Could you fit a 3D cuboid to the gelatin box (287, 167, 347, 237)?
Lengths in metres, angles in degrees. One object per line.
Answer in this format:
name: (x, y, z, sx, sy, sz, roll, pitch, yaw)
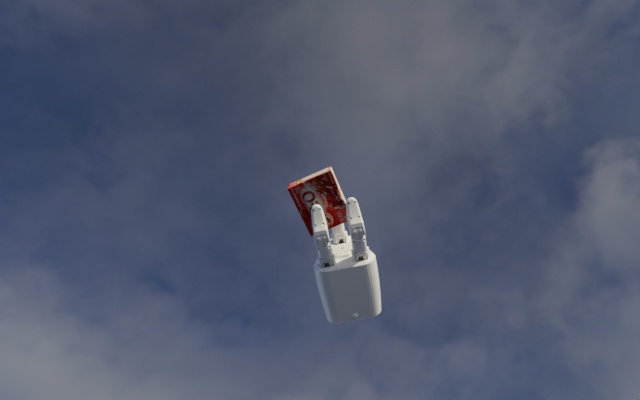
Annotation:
gelatin box: (0.000, 0.002, 0.744, 0.073, 0.089, 0.030, -22, 16, 7)
